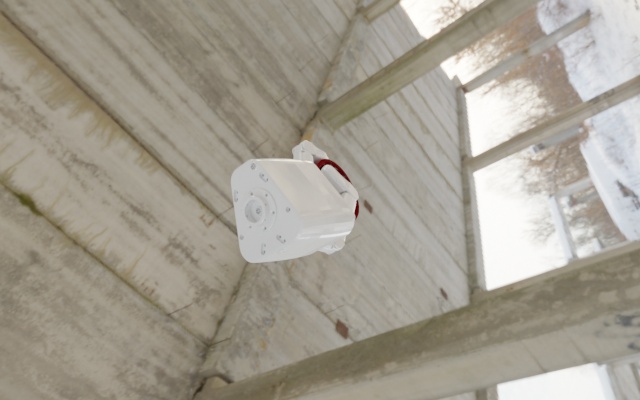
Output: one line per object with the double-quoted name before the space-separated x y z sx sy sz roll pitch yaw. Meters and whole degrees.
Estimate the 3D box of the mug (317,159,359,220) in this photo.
"mug" 0.001 0.002 0.668 0.081 0.093 0.117 -28 -15 29
